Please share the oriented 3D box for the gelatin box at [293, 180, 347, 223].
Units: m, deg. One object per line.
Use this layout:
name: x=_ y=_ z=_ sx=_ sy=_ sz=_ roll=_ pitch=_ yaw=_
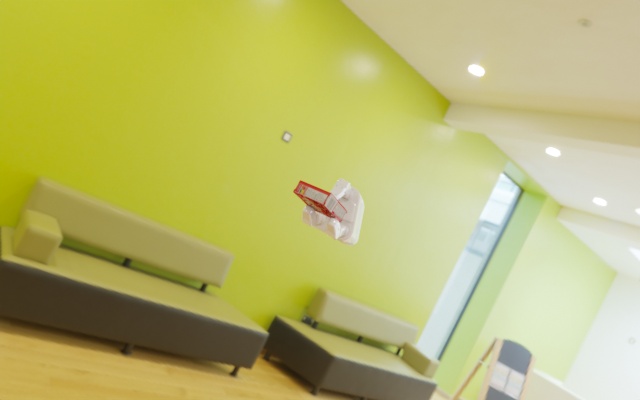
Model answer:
gelatin box: x=0.000 y=0.002 z=0.887 sx=0.073 sy=0.030 sz=0.089 roll=24 pitch=-12 yaw=30
